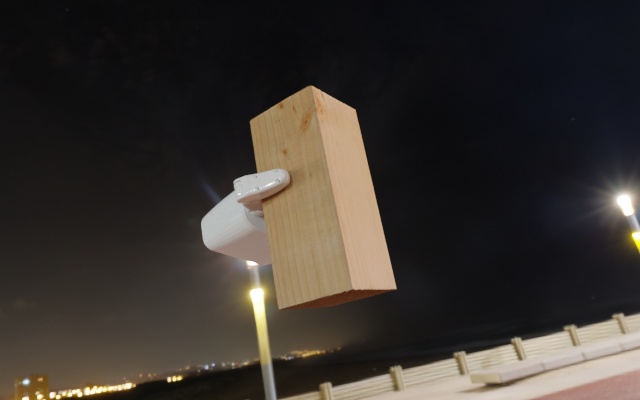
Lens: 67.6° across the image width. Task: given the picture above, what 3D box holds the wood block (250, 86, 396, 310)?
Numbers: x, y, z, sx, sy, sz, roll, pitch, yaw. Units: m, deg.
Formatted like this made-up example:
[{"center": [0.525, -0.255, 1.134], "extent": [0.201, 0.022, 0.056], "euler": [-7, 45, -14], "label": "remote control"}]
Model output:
[{"center": [0.000, 0.002, 0.501], "extent": [0.090, 0.206, 0.091], "euler": [-22, -20, 32], "label": "wood block"}]
